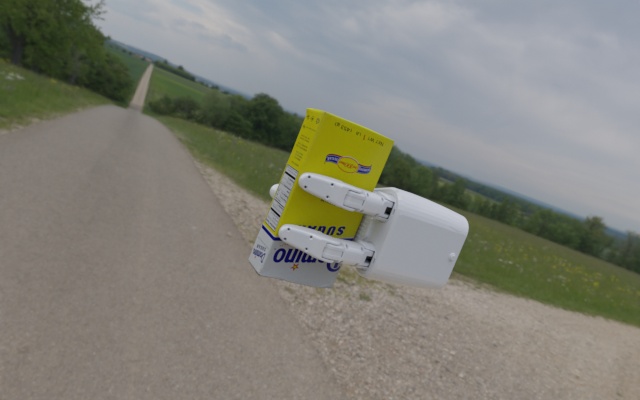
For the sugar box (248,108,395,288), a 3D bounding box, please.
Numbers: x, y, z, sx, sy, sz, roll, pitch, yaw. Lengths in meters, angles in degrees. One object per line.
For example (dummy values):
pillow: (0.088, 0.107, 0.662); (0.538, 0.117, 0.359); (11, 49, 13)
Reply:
sugar box: (0.000, 0.002, 0.500); (0.093, 0.176, 0.048); (16, 8, -30)
